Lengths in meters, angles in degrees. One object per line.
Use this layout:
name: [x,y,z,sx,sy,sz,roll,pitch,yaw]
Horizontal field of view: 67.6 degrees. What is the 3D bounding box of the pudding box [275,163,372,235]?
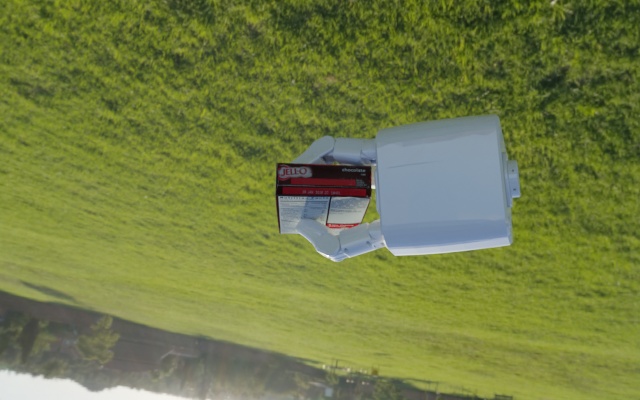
pudding box: [0.000,0.002,0.486,0.090,0.039,0.113,3,-24,-3]
